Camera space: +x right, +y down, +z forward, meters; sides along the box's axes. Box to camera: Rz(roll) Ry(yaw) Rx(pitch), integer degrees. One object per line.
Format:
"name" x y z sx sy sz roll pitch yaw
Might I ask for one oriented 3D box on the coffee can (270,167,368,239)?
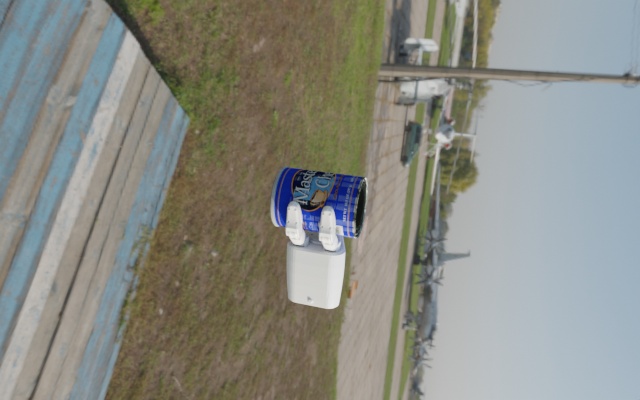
"coffee can" 0.000 0.002 0.792 0.140 0.103 0.103 8 2 14
